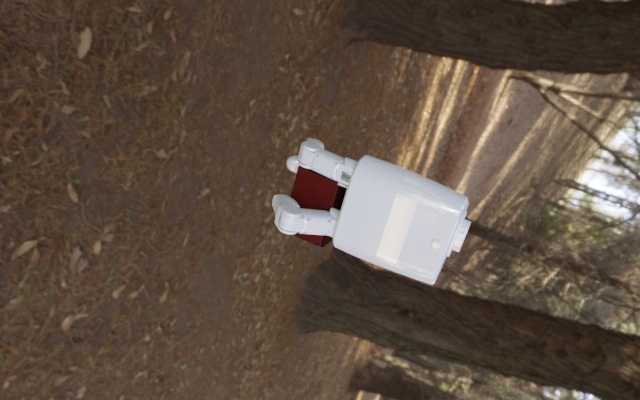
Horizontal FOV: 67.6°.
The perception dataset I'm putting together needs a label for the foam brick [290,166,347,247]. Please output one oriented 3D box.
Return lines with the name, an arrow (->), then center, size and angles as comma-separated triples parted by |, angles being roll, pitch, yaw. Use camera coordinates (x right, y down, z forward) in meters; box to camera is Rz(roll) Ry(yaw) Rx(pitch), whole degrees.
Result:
foam brick -> 0.000, 0.002, 0.515 | 0.051, 0.078, 0.053 | 23, 22, 18
